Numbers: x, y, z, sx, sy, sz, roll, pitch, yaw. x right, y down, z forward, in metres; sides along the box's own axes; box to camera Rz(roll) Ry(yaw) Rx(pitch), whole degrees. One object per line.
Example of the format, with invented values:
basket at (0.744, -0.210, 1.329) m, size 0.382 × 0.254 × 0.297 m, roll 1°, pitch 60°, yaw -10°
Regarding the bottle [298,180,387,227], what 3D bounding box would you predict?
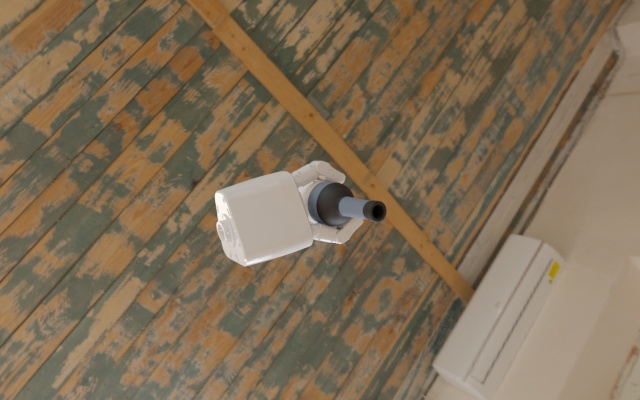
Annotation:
bottle at (0.000, 0.002, 0.736) m, size 0.069 × 0.069 × 0.295 m, roll 0°, pitch 5°, yaw -30°
